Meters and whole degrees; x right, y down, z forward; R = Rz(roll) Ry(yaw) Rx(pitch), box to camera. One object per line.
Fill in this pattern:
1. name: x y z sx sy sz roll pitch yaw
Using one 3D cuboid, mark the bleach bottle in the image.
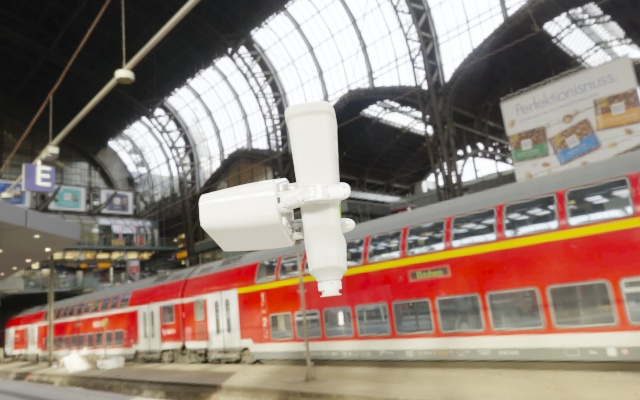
1. bleach bottle: 0.000 0.002 0.646 0.068 0.250 0.102 -7 -12 6
